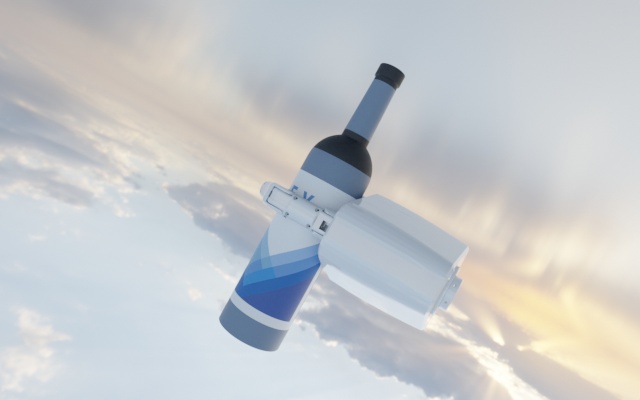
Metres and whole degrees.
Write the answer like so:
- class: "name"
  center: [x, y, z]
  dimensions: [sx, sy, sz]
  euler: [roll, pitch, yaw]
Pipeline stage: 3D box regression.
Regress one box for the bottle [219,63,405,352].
- class: "bottle"
  center: [0.000, 0.002, 0.468]
  dimensions: [0.069, 0.295, 0.069]
  euler: [29, 1, 0]
